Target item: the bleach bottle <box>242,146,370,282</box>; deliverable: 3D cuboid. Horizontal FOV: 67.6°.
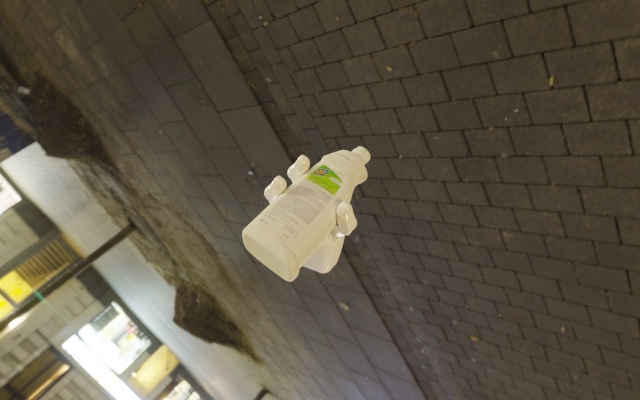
[{"bbox_3d":[0.000,0.002,0.736,0.102,0.250,0.068,34,-31,20],"label":"bleach bottle"}]
